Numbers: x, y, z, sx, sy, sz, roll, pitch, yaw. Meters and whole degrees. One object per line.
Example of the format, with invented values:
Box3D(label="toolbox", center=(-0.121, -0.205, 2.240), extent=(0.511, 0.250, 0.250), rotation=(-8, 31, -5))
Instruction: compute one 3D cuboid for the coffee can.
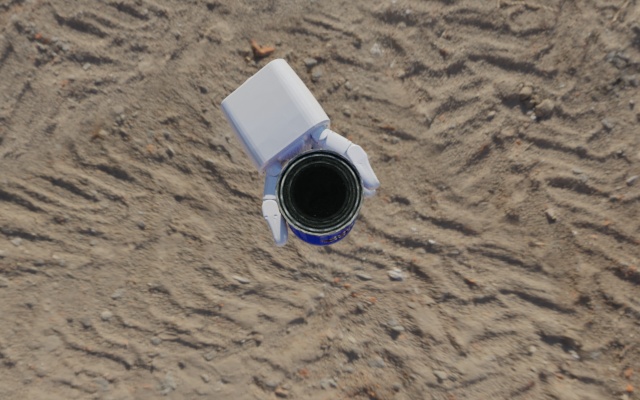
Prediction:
Box3D(label="coffee can", center=(0.000, 0.002, 0.614), extent=(0.103, 0.103, 0.140), rotation=(0, -10, 1))
